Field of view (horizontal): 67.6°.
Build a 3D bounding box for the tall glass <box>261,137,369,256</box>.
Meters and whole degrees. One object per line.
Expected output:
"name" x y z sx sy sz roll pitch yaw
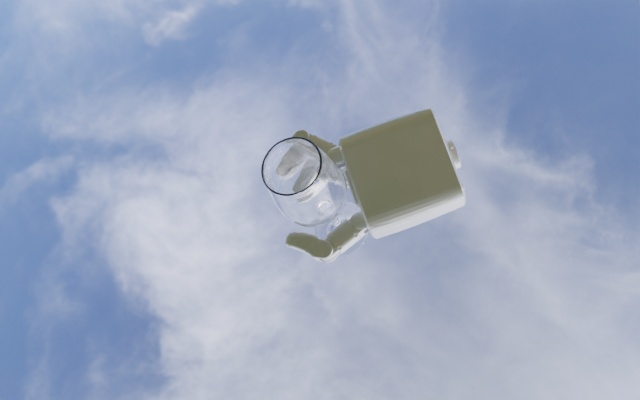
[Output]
"tall glass" 0.000 0.002 0.540 0.079 0.079 0.201 0 -20 18
